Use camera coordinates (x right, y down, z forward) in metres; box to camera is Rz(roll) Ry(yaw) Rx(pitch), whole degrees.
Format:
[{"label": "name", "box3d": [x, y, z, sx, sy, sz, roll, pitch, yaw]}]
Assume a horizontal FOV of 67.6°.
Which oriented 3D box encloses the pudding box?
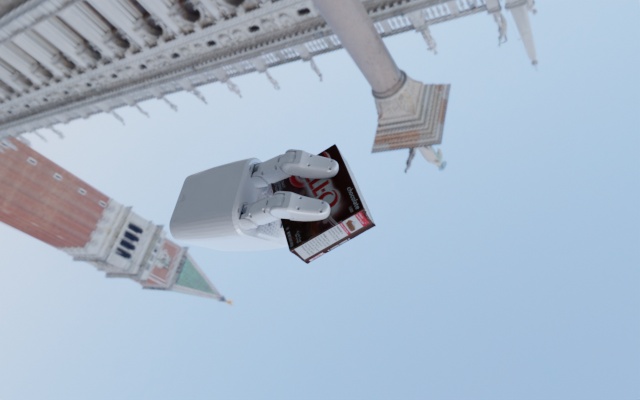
[{"label": "pudding box", "box3d": [0.000, 0.002, 0.526, 0.090, 0.113, 0.039, -31, -43, 11]}]
